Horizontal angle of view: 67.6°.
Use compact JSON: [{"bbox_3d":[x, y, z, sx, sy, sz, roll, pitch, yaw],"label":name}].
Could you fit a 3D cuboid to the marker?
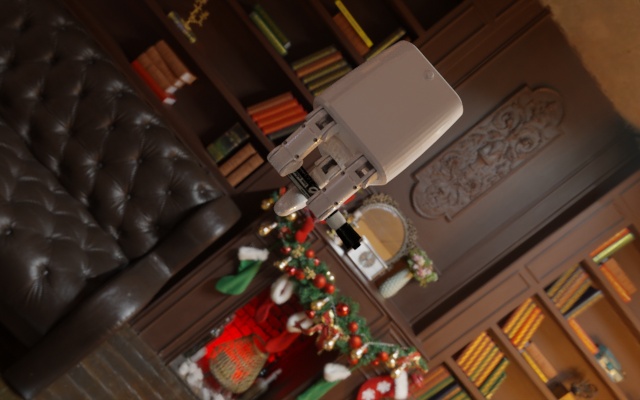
[{"bbox_3d":[0.000,0.002,0.489,0.020,0.121,0.020,-40,-3,-2],"label":"marker"}]
